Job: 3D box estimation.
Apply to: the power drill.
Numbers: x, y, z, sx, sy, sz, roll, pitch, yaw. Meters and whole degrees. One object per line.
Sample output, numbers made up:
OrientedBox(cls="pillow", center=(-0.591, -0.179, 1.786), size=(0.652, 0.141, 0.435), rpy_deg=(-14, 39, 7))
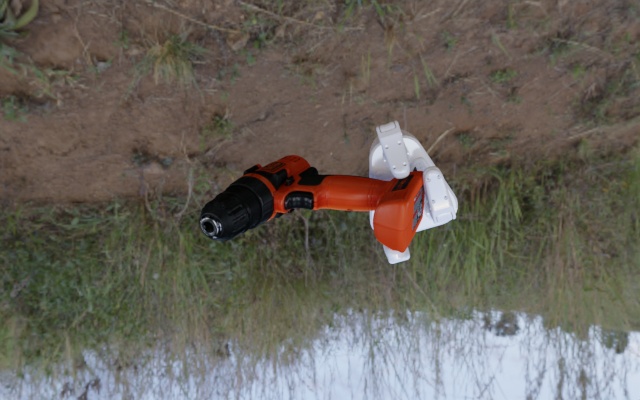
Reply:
OrientedBox(cls="power drill", center=(0.001, 0.002, 0.471), size=(0.187, 0.057, 0.184), rpy_deg=(9, 24, 21))
